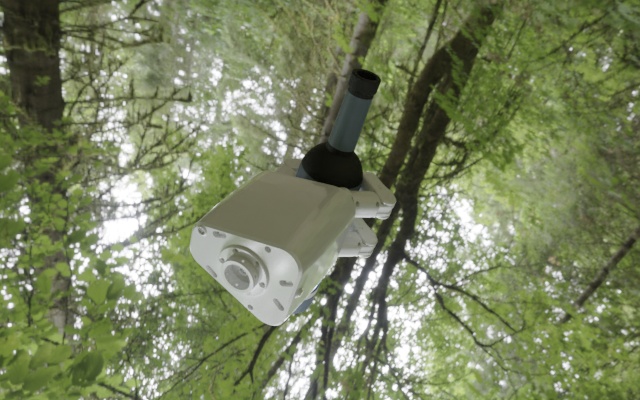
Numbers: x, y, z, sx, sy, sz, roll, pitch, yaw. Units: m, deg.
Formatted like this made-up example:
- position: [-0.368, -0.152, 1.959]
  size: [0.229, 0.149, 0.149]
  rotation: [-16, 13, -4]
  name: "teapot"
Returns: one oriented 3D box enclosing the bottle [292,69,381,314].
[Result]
- position: [0.000, 0.002, 0.509]
  size: [0.069, 0.296, 0.069]
  rotation: [13, 36, -10]
  name: "bottle"
